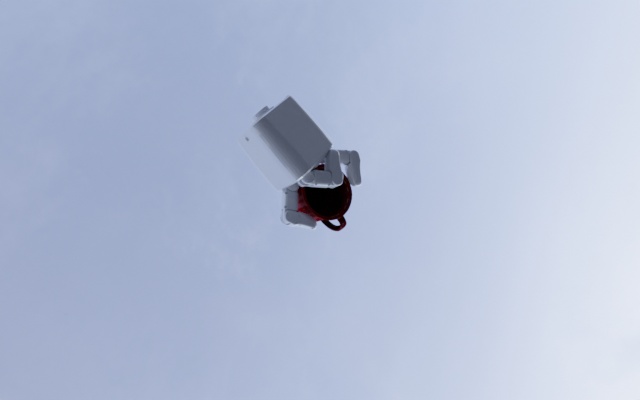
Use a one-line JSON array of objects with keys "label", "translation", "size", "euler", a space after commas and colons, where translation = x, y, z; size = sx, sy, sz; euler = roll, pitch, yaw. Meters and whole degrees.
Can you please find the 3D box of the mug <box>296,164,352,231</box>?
[{"label": "mug", "translation": [0.001, 0.004, 0.802], "size": [0.093, 0.117, 0.081], "euler": [-43, 11, -29]}]
